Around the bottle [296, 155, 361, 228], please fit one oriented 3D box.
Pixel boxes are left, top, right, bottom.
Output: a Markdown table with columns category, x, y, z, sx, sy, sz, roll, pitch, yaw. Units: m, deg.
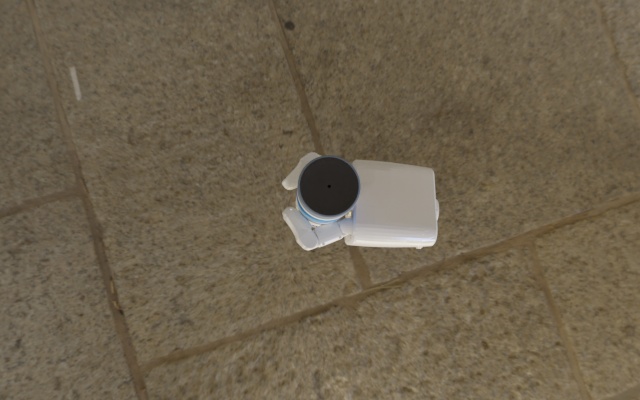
| category | x | y | z | sx | sy | sz | roll | pitch | yaw |
| --- | --- | --- | --- | --- | --- | --- | --- | --- | --- |
| bottle | 0.000 | 0.002 | 0.643 | 0.069 | 0.069 | 0.296 | 0 | -7 | -4 |
